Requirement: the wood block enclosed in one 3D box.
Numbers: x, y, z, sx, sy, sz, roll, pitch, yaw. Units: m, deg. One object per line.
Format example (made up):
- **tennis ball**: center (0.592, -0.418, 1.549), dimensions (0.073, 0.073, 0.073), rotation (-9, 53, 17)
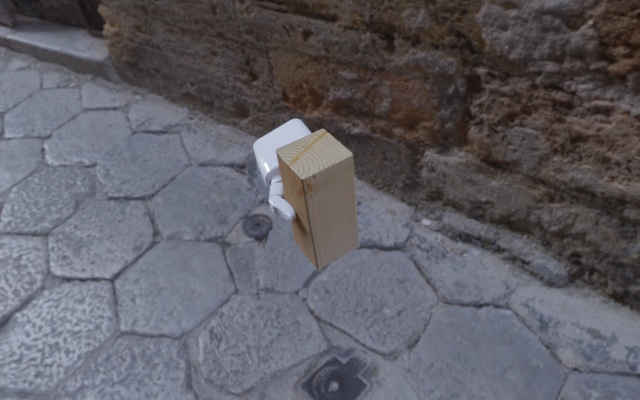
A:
- **wood block**: center (0.000, 0.002, 0.782), dimensions (0.091, 0.206, 0.090), rotation (-26, 46, -18)
